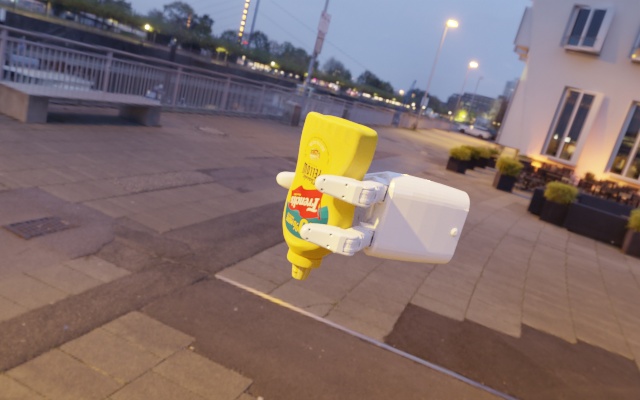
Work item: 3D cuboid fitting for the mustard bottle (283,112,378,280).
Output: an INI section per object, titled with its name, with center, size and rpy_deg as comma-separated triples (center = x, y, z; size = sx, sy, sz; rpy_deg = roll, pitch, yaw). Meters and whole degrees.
[mustard bottle]
center = 0.000, 0.002, 0.547
size = 0.058, 0.192, 0.096
rpy_deg = 3, 18, -41
